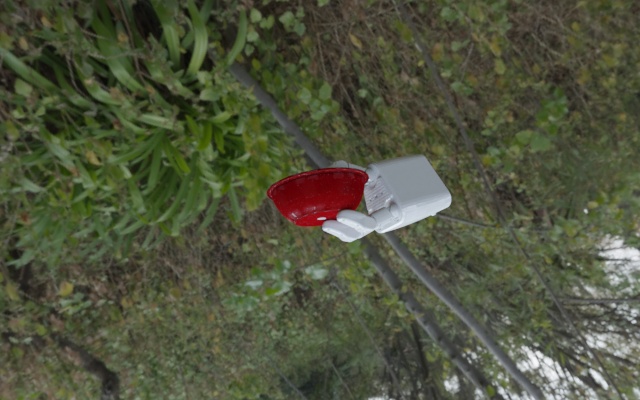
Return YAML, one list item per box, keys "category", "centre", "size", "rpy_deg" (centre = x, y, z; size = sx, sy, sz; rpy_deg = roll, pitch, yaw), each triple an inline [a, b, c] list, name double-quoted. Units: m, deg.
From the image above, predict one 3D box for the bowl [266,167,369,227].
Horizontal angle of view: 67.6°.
- category: "bowl"
  centre: [-0.001, 0.003, 0.738]
  size: [0.162, 0.055, 0.162]
  rpy_deg: [-8, -15, -2]
